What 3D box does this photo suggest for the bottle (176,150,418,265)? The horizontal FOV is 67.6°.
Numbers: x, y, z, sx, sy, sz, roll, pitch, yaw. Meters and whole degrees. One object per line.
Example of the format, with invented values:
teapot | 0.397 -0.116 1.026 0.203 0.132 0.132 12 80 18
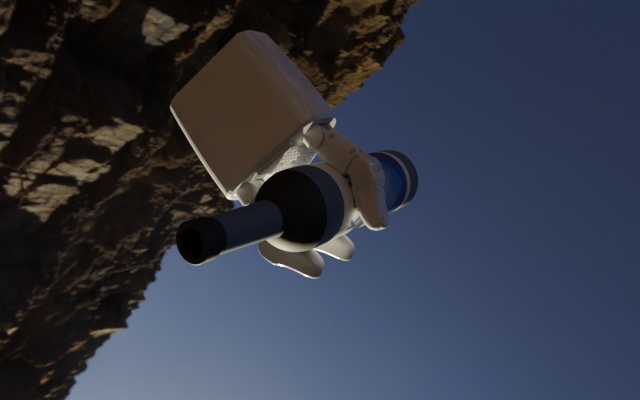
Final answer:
bottle | 0.000 0.001 0.405 0.069 0.069 0.295 0 9 32
